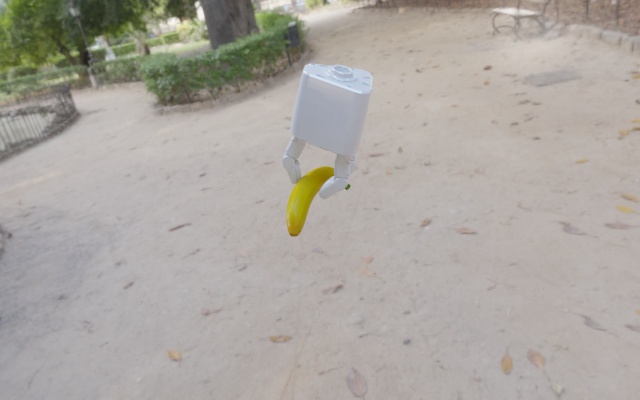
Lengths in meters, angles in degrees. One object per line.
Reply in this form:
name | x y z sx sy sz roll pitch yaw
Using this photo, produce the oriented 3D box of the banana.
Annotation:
banana | -0.011 -0.012 0.808 0.037 0.069 0.197 -46 -4 42
